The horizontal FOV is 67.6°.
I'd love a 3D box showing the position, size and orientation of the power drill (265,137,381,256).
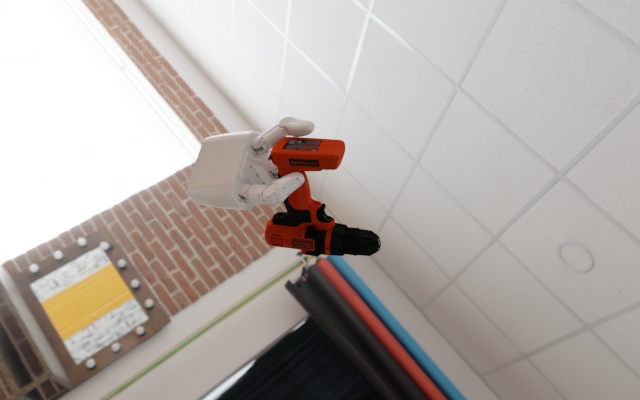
[{"bbox_3d":[0.000,0.002,0.712,0.184,0.188,0.057,5,32,10],"label":"power drill"}]
